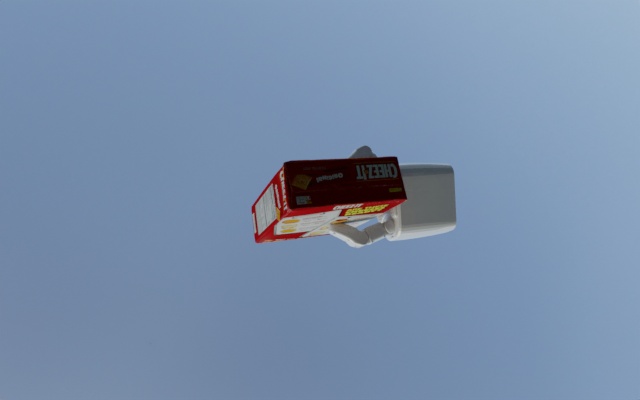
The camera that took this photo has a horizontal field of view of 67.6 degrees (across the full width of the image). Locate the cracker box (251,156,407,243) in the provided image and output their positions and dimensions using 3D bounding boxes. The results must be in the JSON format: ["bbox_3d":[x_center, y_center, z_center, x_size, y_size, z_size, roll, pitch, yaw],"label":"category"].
[{"bbox_3d":[0.000,0.003,0.698,0.164,0.072,0.214,-5,-14,-21],"label":"cracker box"}]
